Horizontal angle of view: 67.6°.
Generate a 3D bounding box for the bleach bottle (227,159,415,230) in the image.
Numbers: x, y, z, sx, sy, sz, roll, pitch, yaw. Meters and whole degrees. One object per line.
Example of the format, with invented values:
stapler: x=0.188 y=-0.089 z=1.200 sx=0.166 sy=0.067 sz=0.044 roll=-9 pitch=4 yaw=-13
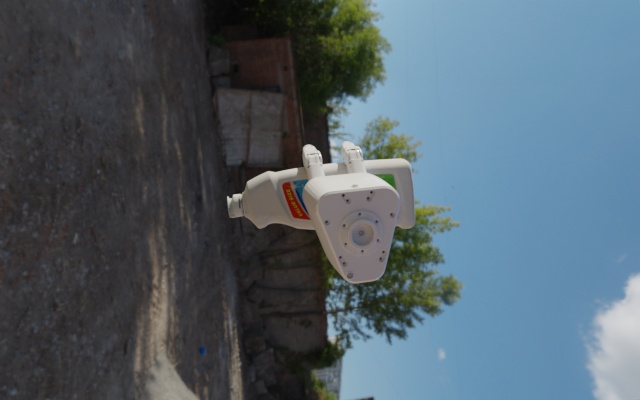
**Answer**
bleach bottle: x=0.000 y=0.002 z=0.662 sx=0.251 sy=0.102 sz=0.068 roll=-7 pitch=10 yaw=-7
